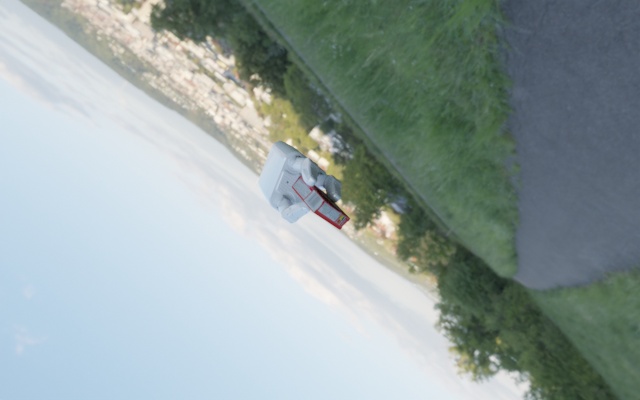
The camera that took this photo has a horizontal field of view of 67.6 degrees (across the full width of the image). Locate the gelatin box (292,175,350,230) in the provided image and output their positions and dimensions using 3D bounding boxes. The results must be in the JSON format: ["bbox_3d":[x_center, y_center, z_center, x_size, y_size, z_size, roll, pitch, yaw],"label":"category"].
[{"bbox_3d":[0.000,0.003,0.801,0.073,0.030,0.089,36,8,-42],"label":"gelatin box"}]
